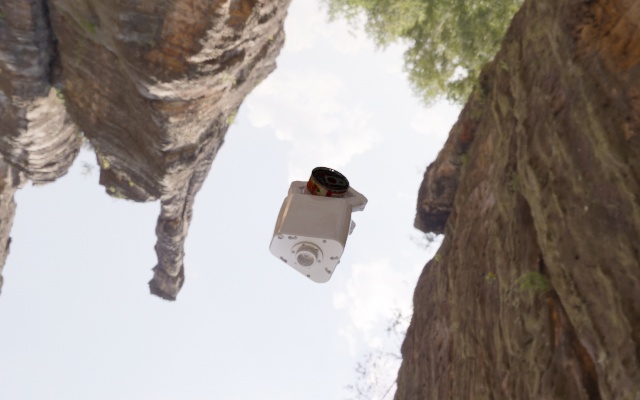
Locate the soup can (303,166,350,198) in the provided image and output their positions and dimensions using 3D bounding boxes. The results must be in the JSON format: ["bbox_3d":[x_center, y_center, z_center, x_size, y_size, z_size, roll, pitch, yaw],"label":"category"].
[{"bbox_3d":[0.000,0.003,0.809,0.068,0.102,0.068,16,33,-11],"label":"soup can"}]
